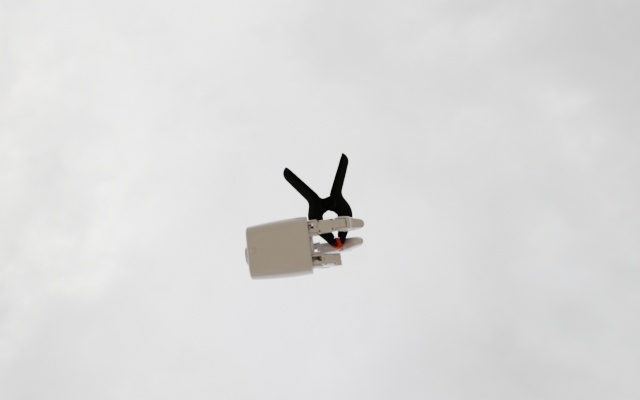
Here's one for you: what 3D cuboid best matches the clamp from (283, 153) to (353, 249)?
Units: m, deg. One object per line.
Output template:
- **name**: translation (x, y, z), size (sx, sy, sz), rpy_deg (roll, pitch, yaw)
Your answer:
- **clamp**: translation (0.000, 0.003, 0.848), size (0.120, 0.171, 0.039), rpy_deg (-8, -14, 1)
